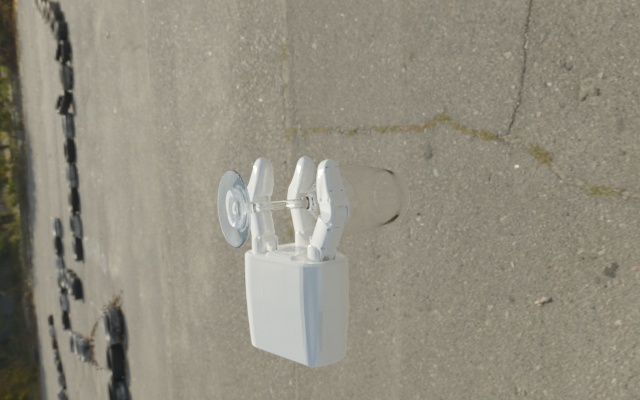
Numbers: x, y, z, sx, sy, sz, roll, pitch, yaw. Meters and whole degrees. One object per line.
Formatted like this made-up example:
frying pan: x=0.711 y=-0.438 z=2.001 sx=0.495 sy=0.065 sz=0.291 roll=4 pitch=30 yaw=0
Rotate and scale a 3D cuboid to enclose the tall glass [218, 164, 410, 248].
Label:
tall glass: x=0.000 y=0.002 z=0.504 sx=0.201 sy=0.079 sz=0.079 roll=-5 pitch=3 yaw=-33
